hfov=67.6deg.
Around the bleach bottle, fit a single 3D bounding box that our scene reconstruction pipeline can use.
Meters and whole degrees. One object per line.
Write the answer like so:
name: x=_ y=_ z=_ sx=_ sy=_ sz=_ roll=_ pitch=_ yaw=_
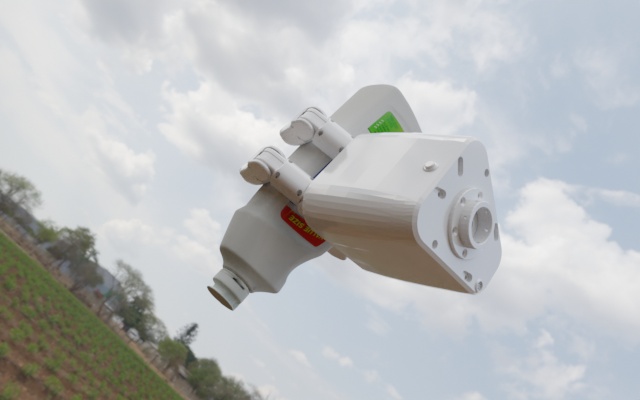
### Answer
bleach bottle: x=0.000 y=0.001 z=0.438 sx=0.068 sy=0.103 sz=0.250 roll=8 pitch=48 yaw=49
